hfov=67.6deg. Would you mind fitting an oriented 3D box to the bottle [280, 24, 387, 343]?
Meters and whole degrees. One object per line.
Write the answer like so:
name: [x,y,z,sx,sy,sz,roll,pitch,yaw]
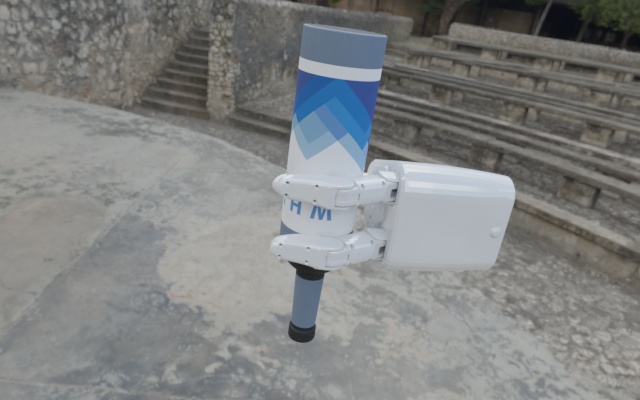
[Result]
bottle: [0.000,0.001,0.429,0.069,0.296,0.069,7,22,-3]
